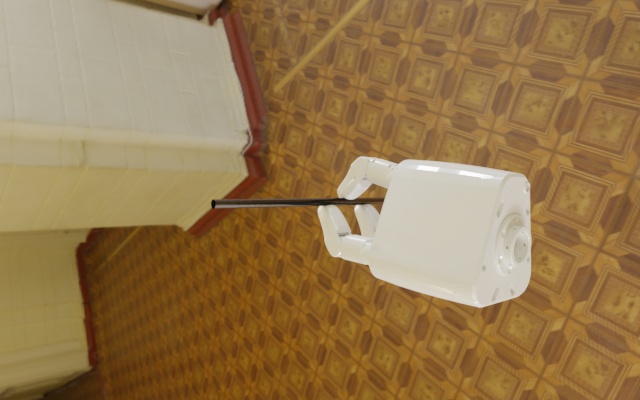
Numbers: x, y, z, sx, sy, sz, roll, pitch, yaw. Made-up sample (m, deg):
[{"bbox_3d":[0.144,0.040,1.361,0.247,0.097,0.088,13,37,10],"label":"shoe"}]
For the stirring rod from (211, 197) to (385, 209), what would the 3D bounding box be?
[{"bbox_3d":[0.000,0.002,0.482,0.239,0.011,0.011,-1,1,-41],"label":"stirring rod"}]
